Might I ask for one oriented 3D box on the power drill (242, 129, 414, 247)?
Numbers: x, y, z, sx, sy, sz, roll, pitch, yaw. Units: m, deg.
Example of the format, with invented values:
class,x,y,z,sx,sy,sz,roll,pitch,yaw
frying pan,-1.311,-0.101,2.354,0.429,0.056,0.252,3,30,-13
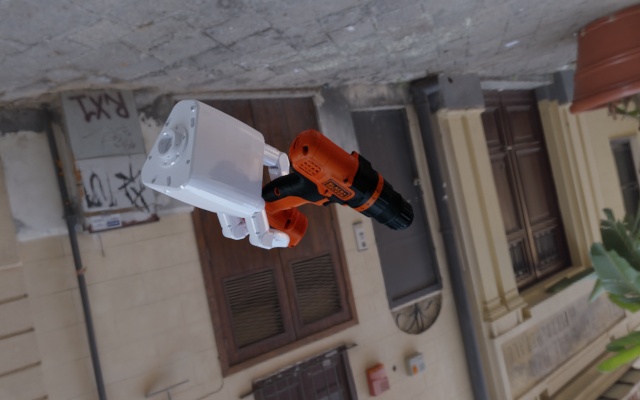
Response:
class,x,y,z,sx,sy,sz,roll,pitch,yaw
power drill,0.000,0.002,0.609,0.184,0.057,0.188,36,-40,-25
